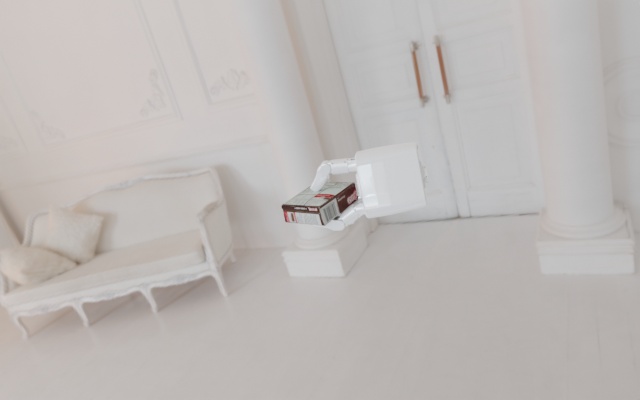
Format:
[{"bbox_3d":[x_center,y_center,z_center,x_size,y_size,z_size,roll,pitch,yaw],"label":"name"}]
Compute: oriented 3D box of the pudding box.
[{"bbox_3d":[0.000,0.003,0.852,0.090,0.039,0.113,2,24,39],"label":"pudding box"}]
